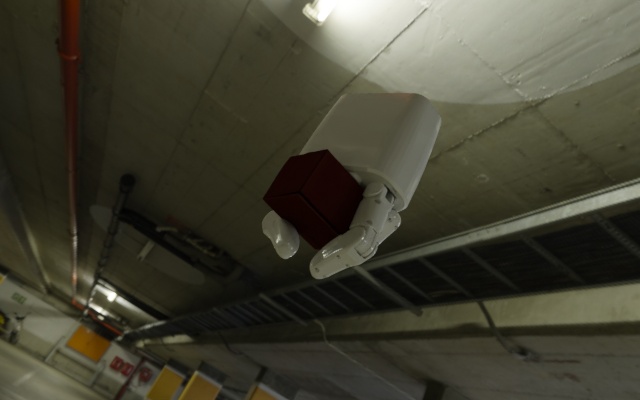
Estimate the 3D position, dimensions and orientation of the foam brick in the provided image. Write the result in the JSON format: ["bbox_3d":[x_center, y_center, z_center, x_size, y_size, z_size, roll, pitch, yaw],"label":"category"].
[{"bbox_3d":[0.000,0.001,0.417,0.053,0.051,0.078,-5,-43,48],"label":"foam brick"}]
